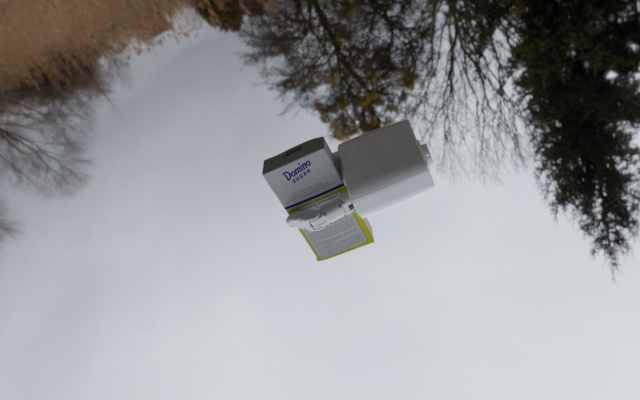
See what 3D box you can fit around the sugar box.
[{"bbox_3d":[0.000,0.002,0.676,0.093,0.176,0.048,-22,31,12],"label":"sugar box"}]
